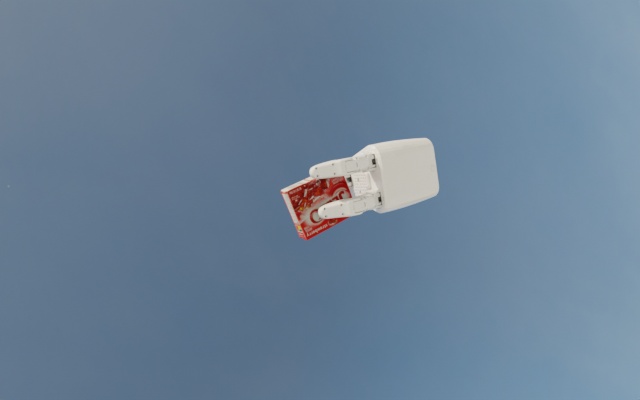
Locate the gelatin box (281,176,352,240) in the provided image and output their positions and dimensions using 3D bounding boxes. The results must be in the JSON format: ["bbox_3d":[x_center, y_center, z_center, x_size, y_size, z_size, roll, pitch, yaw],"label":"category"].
[{"bbox_3d":[0.000,0.002,0.659,0.089,0.073,0.030,-26,14,-21],"label":"gelatin box"}]
